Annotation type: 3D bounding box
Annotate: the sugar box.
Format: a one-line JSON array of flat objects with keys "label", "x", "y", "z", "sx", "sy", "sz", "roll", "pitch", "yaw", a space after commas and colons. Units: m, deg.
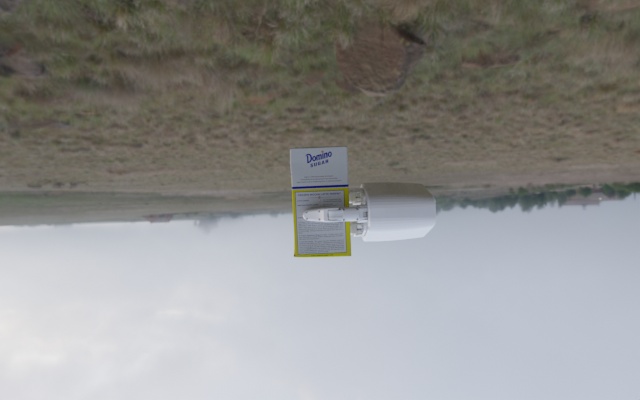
[{"label": "sugar box", "x": 0.000, "y": 0.003, "z": 0.773, "sx": 0.093, "sy": 0.176, "sz": 0.048, "roll": -2, "pitch": -1, "yaw": -1}]
